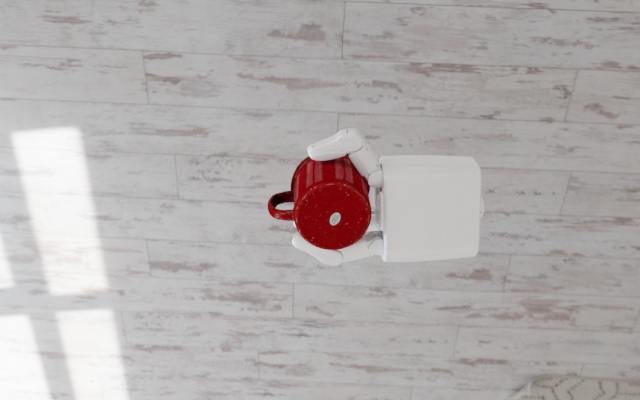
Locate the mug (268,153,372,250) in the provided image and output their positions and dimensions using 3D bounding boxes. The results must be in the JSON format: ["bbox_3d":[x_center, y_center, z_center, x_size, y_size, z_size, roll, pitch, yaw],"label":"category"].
[{"bbox_3d":[-0.001,0.002,0.523,0.117,0.093,0.081,-3,24,1],"label":"mug"}]
